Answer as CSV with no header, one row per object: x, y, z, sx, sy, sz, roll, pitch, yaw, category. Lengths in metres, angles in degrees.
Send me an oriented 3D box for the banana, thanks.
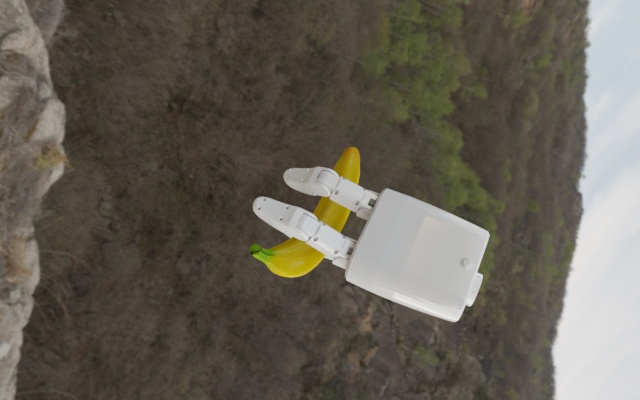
0.000,0.018,0.501,0.037,0.070,0.197,14,41,26,banana
